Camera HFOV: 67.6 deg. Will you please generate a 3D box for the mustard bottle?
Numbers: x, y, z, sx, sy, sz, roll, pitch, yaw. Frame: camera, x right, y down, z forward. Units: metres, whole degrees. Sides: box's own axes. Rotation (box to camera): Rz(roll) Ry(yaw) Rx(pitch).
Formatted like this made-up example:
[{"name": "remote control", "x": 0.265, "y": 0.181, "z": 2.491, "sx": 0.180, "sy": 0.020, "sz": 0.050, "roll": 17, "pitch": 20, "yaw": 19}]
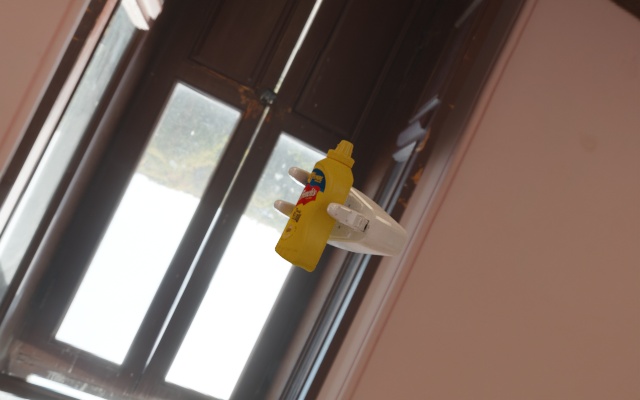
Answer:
[{"name": "mustard bottle", "x": 0.000, "y": 0.002, "z": 0.694, "sx": 0.058, "sy": 0.191, "sz": 0.096, "roll": 26, "pitch": -2, "yaw": -20}]
